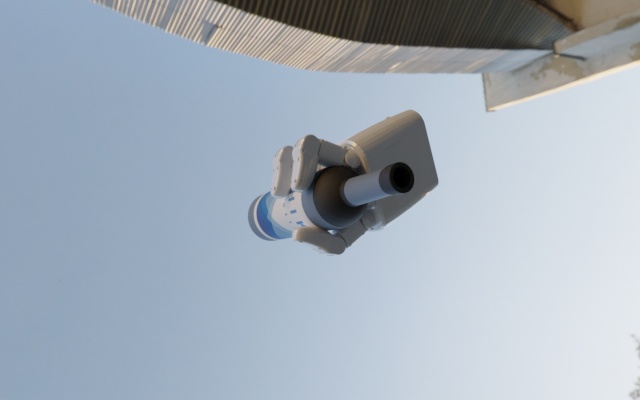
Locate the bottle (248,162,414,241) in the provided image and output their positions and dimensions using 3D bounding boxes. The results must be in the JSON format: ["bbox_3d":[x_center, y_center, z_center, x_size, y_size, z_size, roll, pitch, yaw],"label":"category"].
[{"bbox_3d":[0.000,0.002,0.534,0.069,0.069,0.296,0,-8,-29],"label":"bottle"}]
